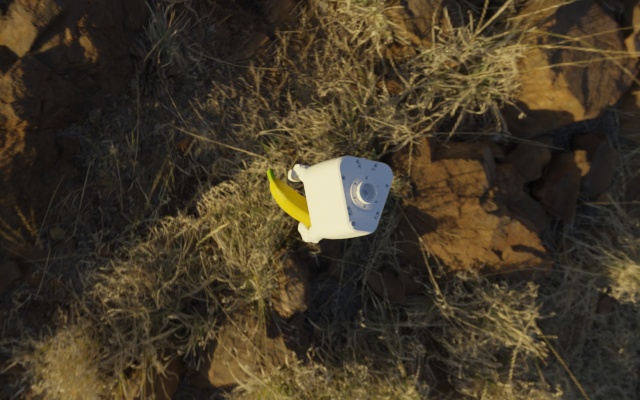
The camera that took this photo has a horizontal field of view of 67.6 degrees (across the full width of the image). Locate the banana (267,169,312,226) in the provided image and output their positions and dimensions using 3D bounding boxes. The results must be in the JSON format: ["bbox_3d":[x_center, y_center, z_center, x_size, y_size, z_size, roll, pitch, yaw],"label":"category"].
[{"bbox_3d":[-0.007,0.015,0.796,0.198,0.069,0.037,31,-39,-16],"label":"banana"}]
